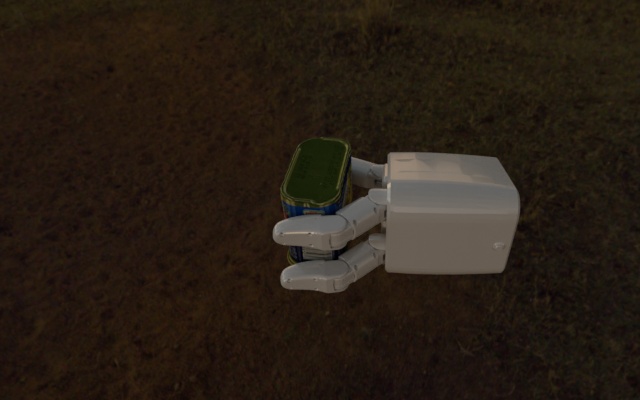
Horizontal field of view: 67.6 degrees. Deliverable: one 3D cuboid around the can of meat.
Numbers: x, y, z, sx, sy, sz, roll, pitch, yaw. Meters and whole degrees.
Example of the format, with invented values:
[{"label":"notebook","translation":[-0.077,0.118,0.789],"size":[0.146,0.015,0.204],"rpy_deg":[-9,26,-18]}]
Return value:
[{"label":"can of meat","translation":[0.000,0.001,0.447],"size":[0.057,0.084,0.102],"rpy_deg":[4,42,10]}]
